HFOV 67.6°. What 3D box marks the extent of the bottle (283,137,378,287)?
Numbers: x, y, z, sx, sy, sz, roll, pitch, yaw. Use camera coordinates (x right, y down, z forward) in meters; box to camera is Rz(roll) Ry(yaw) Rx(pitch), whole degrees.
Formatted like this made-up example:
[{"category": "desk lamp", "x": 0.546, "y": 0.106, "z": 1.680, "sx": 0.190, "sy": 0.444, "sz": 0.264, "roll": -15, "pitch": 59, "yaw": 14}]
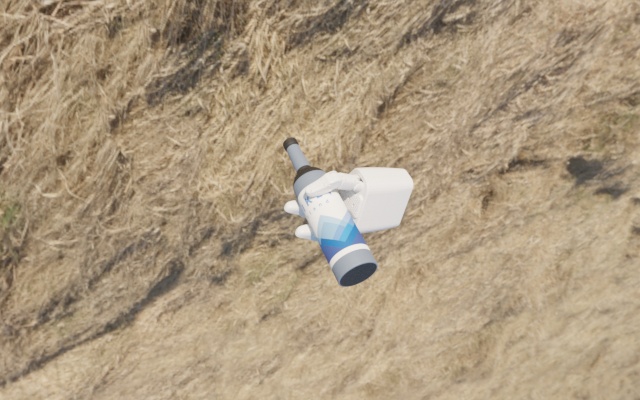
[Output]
[{"category": "bottle", "x": 0.000, "y": 0.003, "z": 0.799, "sx": 0.069, "sy": 0.295, "sz": 0.069, "roll": -19, "pitch": -34, "yaw": -13}]
